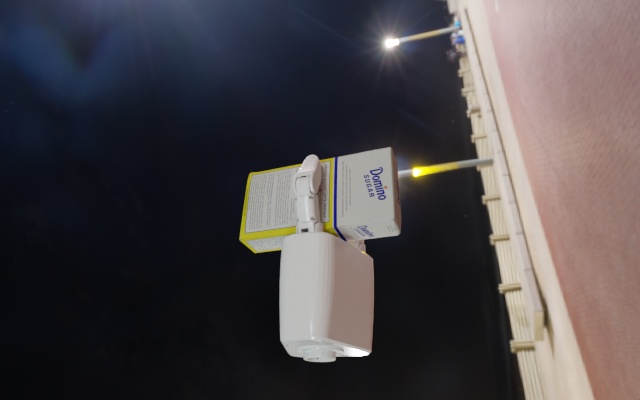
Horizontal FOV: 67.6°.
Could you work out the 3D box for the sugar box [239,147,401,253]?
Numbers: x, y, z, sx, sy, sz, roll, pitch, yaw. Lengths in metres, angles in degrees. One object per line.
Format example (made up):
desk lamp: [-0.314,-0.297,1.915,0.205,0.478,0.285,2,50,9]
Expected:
sugar box: [0.000,0.002,0.540,0.176,0.093,0.048,-7,-31,17]
